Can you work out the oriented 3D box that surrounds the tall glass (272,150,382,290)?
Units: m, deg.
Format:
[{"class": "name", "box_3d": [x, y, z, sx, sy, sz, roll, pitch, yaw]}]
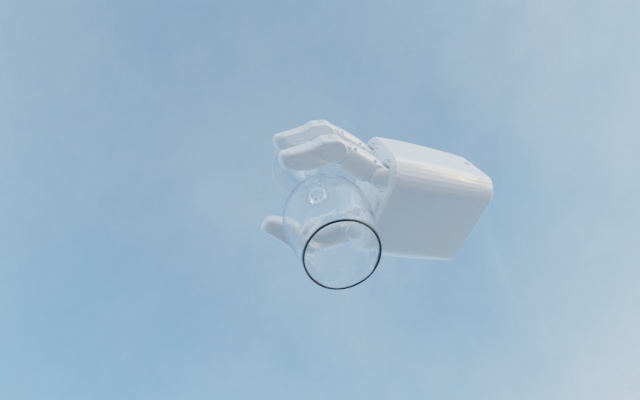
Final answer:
[{"class": "tall glass", "box_3d": [0.000, 0.001, 0.448, 0.079, 0.079, 0.201, 0, 24, -10]}]
